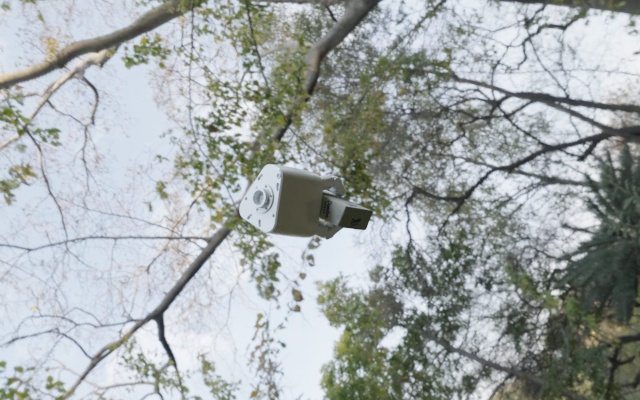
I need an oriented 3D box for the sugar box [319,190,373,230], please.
[{"bbox_3d":[0.000,0.003,0.890,0.176,0.048,0.093,28,11,36],"label":"sugar box"}]
